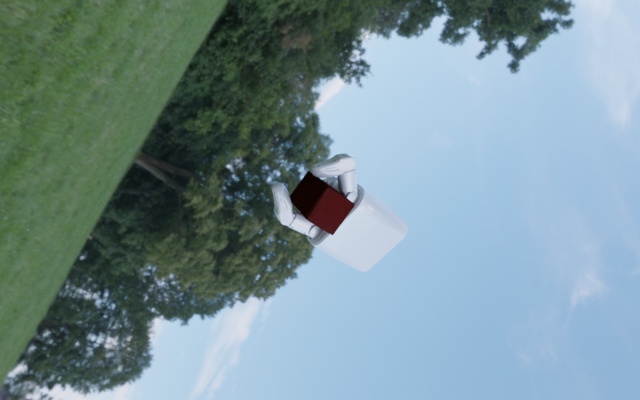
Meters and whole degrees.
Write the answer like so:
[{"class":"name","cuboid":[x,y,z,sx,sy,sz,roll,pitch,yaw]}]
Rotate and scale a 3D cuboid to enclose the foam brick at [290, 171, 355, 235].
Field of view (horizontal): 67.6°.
[{"class":"foam brick","cuboid":[0.000,0.002,0.650,0.051,0.053,0.078,34,5,-29]}]
